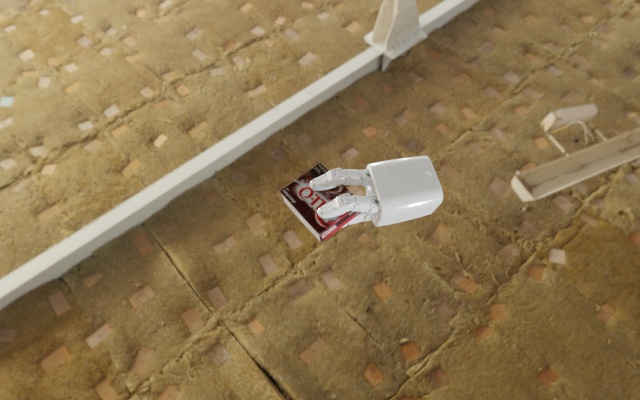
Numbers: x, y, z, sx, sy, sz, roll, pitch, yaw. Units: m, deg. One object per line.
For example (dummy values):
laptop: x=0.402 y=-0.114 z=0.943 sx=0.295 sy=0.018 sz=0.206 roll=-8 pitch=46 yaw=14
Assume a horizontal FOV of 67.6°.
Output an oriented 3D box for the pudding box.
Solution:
pudding box: x=0.000 y=0.003 z=0.806 sx=0.090 sy=0.113 sz=0.039 roll=-36 pitch=-29 yaw=-17
